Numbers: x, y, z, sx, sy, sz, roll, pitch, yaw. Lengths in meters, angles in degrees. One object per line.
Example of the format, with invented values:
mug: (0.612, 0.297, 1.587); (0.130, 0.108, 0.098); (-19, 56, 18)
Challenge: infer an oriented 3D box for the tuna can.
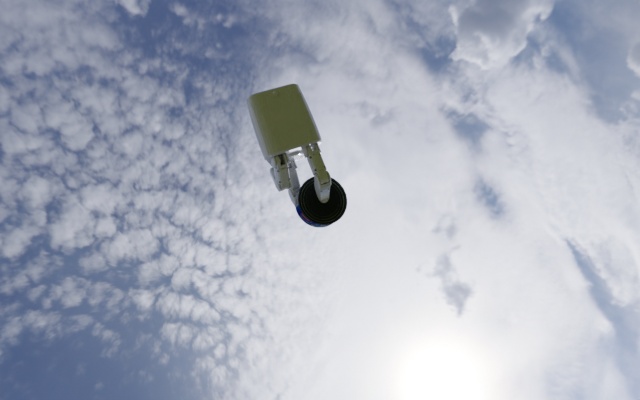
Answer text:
tuna can: (0.000, 0.003, 0.815); (0.086, 0.086, 0.034); (0, -14, -16)
